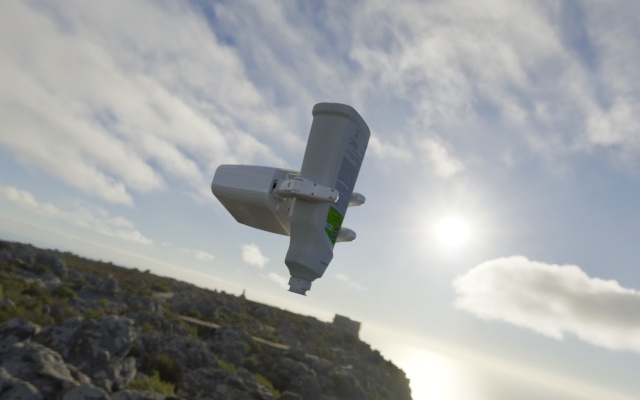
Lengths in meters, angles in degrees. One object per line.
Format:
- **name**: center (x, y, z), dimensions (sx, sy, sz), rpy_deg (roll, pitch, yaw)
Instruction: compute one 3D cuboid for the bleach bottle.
- **bleach bottle**: center (0.000, 0.002, 0.646), dimensions (0.068, 0.250, 0.103), rpy_deg (10, -14, 29)
